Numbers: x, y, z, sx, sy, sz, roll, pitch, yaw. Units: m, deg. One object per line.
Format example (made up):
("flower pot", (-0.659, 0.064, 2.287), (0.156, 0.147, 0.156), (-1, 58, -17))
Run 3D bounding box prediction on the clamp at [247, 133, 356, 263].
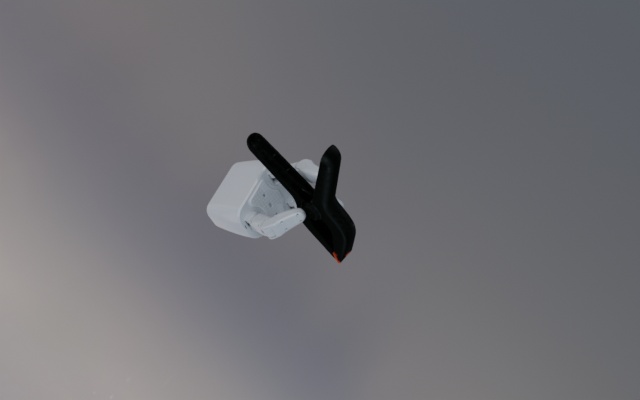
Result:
("clamp", (0.000, 0.003, 0.617), (0.036, 0.210, 0.164), (-44, 30, -25))
